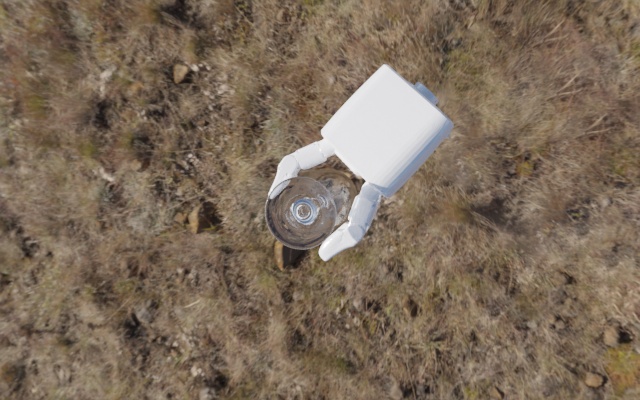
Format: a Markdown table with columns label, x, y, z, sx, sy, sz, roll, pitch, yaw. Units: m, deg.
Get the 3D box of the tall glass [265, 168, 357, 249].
| label | x | y | z | sx | sy | sz | roll | pitch | yaw |
| --- | --- | --- | --- | --- | --- | --- | --- | --- | --- |
| tall glass | 0.000 | 0.002 | 0.576 | 0.079 | 0.079 | 0.201 | 0 | 6 | 12 |
